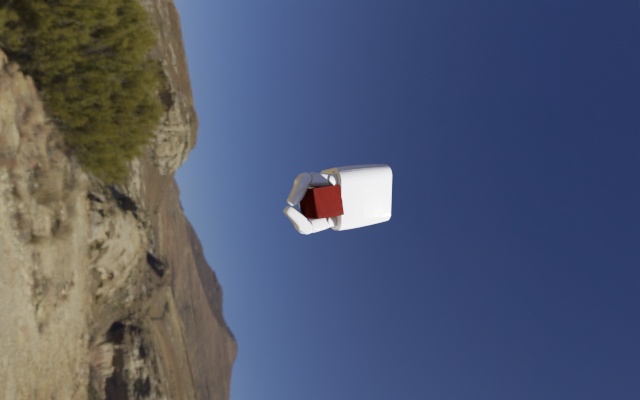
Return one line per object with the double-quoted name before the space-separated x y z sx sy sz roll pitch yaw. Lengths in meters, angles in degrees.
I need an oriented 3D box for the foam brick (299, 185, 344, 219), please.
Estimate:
"foam brick" 0.000 0.003 0.816 0.051 0.053 0.078 -8 2 -21
